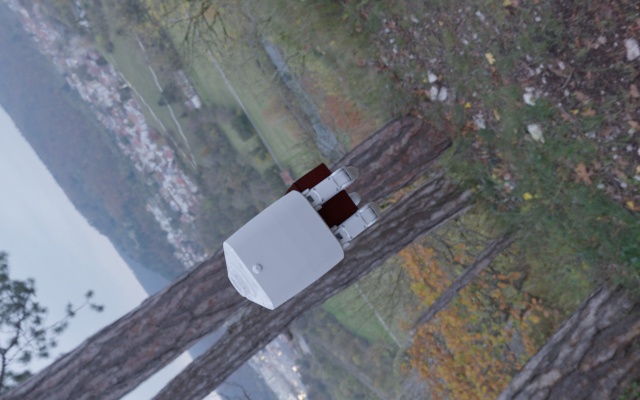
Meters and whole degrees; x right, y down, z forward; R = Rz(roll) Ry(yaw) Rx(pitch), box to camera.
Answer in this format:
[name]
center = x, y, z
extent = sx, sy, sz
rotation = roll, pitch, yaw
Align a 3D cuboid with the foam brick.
[foam brick]
center = 0.000, 0.002, 0.607
extent = 0.051, 0.078, 0.053
rotation = -36, -4, -24
